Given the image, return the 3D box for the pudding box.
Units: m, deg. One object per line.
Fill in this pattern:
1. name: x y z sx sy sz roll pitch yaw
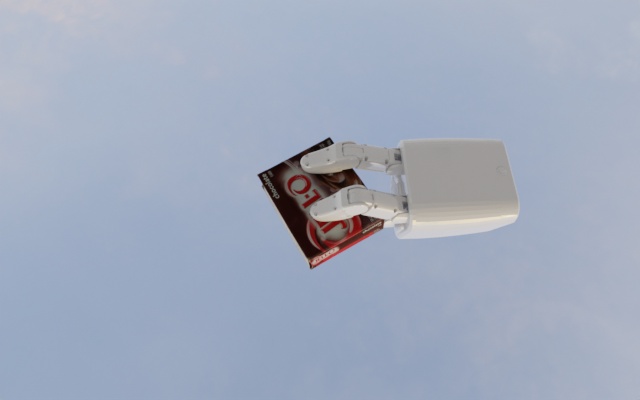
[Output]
1. pudding box: 0.000 0.002 0.497 0.090 0.113 0.039 -28 -25 -12
